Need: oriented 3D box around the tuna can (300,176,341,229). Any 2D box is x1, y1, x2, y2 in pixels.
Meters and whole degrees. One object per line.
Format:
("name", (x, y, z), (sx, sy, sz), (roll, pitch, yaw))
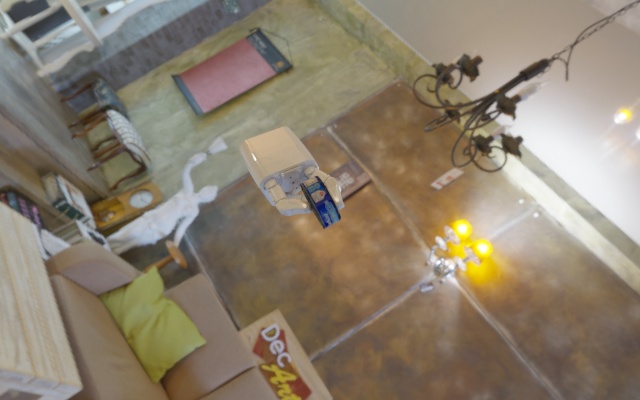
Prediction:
("tuna can", (0.001, 0.002, 0.792), (0.034, 0.086, 0.086), (-29, 2, -4))
